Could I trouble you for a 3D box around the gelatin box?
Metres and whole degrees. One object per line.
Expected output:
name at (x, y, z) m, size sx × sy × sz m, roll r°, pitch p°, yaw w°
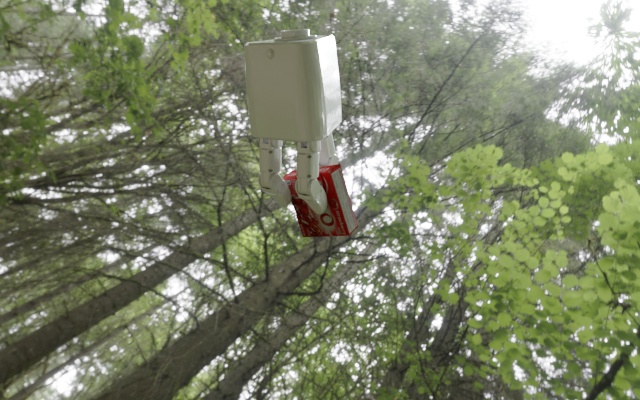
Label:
gelatin box at (0.000, 0.002, 0.607) m, size 0.073 × 0.089 × 0.030 m, roll -5°, pitch 22°, yaw 34°
